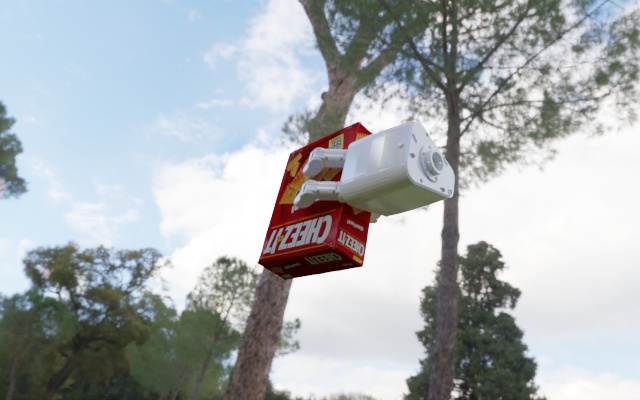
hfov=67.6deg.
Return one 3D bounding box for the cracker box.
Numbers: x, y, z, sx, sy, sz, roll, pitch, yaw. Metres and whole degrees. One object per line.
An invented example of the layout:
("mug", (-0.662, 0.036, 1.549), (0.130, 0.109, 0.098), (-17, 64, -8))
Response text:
("cracker box", (0.000, 0.002, 0.730), (0.164, 0.213, 0.072), (-18, -42, 43))
